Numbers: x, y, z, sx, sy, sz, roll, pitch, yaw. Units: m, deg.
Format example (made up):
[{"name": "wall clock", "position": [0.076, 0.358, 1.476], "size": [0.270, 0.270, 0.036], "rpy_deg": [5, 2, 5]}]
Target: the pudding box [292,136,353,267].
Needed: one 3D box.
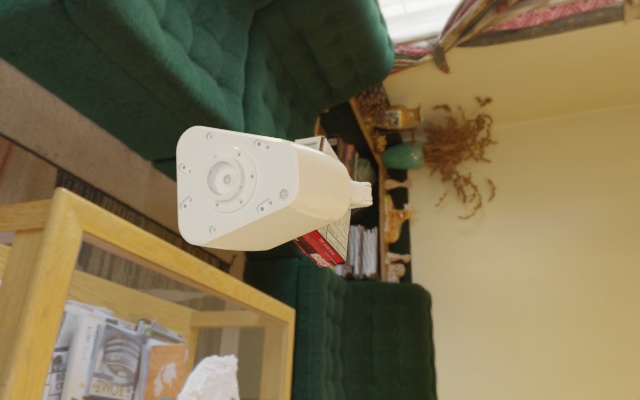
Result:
[{"name": "pudding box", "position": [0.000, 0.002, 0.508], "size": [0.039, 0.113, 0.090], "rpy_deg": [-7, -36, 25]}]
